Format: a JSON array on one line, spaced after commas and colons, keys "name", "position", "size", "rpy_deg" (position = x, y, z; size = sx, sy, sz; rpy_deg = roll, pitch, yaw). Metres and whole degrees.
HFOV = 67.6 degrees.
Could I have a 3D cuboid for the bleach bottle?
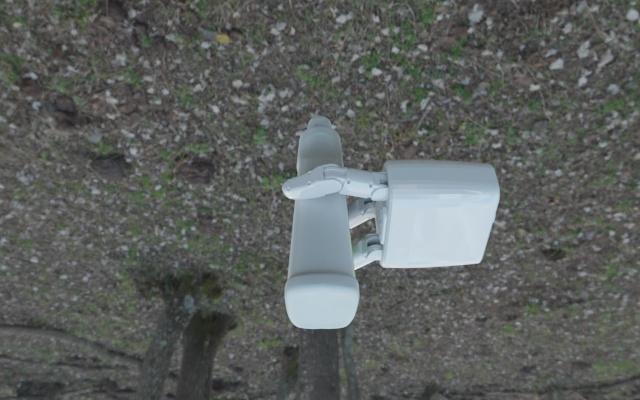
[{"name": "bleach bottle", "position": [0.000, 0.002, 0.515], "size": [0.068, 0.250, 0.103], "rpy_deg": [0, -35, -1]}]
